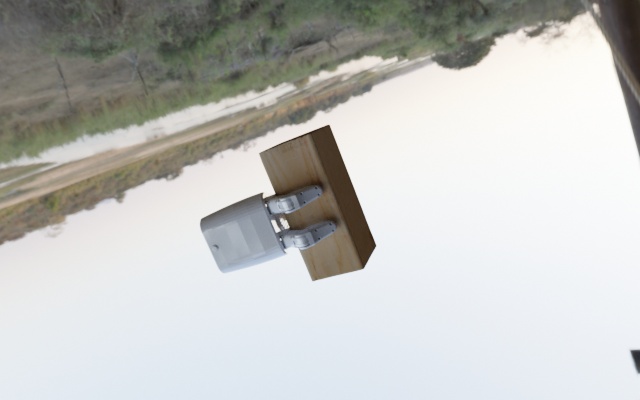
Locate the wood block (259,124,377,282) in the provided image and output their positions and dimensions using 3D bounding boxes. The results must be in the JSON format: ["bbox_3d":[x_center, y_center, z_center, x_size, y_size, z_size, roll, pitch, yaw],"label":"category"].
[{"bbox_3d":[0.000,0.002,0.717,0.090,0.206,0.090,-18,11,23],"label":"wood block"}]
